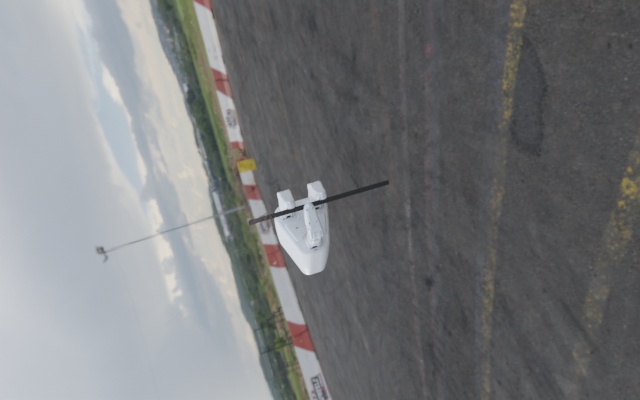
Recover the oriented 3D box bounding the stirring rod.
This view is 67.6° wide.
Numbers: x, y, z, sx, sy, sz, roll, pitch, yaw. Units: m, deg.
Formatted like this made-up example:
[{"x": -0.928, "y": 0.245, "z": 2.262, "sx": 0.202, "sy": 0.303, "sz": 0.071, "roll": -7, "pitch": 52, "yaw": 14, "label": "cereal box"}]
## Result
[{"x": 0.000, "y": 0.003, "z": 0.778, "sx": 0.239, "sy": 0.011, "sz": 0.011, "roll": -16, "pitch": 3, "yaw": -11, "label": "stirring rod"}]
